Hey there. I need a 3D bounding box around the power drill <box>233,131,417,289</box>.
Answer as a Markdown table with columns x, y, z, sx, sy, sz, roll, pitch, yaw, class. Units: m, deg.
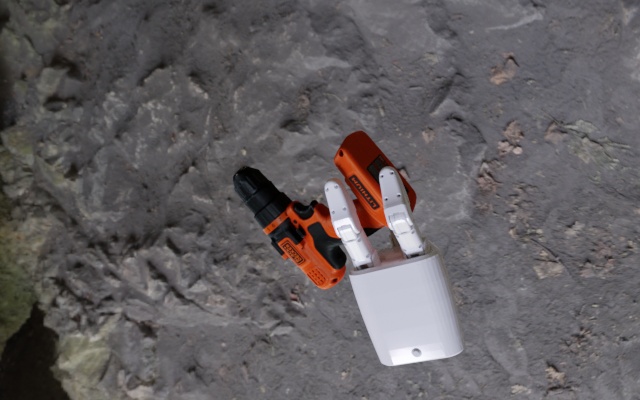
| x | y | z | sx | sy | sz | roll | pitch | yaw | class |
| --- | --- | --- | --- | --- | --- | --- | --- | --- | --- |
| 0.001 | 0.002 | 0.545 | 0.188 | 0.184 | 0.057 | -37 | 8 | 44 | power drill |
